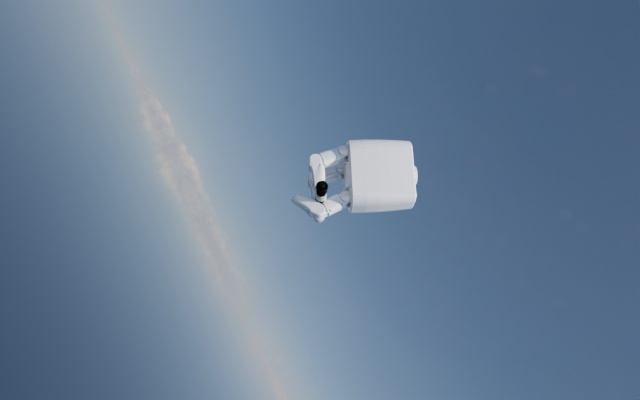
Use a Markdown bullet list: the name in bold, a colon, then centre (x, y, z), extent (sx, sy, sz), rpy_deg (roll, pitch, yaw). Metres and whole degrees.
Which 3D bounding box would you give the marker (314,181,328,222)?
- **marker**: centre (0.000, 0.003, 0.771), extent (0.020, 0.020, 0.121), rpy_deg (0, -27, -3)
